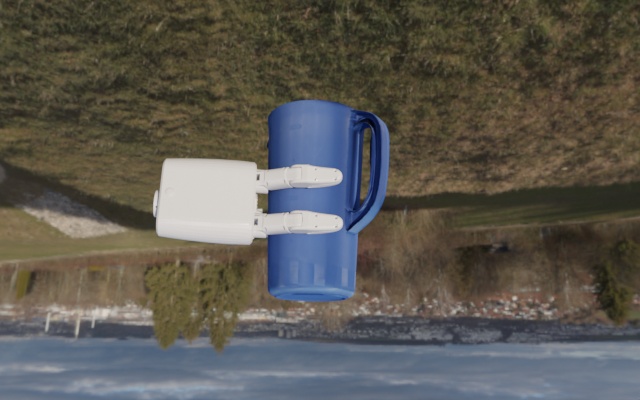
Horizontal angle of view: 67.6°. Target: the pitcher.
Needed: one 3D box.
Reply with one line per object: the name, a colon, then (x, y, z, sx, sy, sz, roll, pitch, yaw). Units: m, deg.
pitcher: (0.000, 0.002, 0.612, 0.145, 0.242, 0.149, 4, -17, -10)
